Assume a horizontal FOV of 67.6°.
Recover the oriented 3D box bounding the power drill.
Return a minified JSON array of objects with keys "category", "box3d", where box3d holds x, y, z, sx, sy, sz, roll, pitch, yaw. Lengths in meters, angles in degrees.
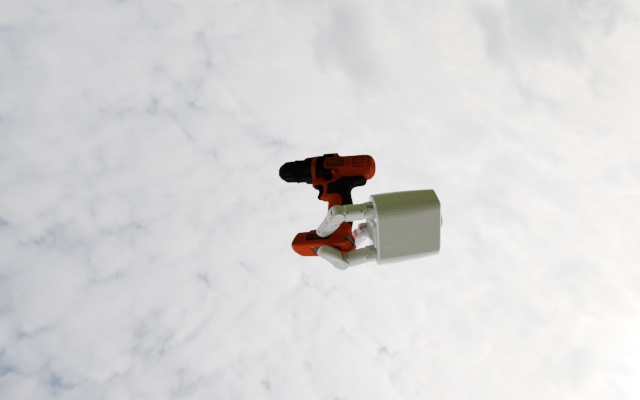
[{"category":"power drill","box3d":[0.000,0.003,0.837,0.184,0.187,0.057,-4,-28,22]}]
